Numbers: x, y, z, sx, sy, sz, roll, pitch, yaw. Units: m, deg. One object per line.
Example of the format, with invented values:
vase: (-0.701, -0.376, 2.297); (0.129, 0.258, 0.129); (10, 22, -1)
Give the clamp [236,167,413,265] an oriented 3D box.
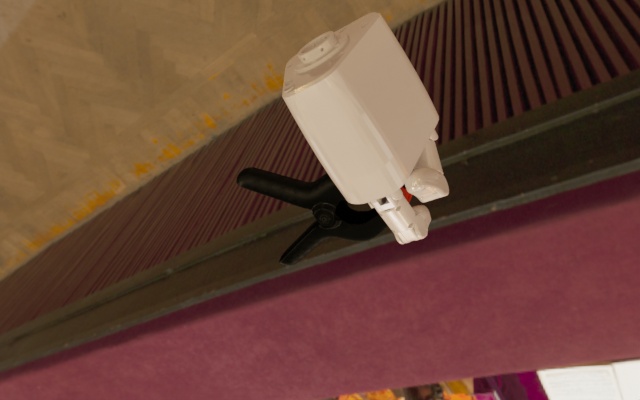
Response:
clamp: (0.000, 0.002, 0.467); (0.171, 0.120, 0.039); (-20, 31, 29)
